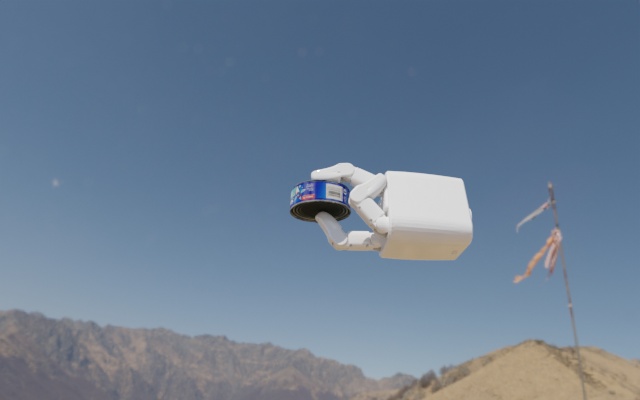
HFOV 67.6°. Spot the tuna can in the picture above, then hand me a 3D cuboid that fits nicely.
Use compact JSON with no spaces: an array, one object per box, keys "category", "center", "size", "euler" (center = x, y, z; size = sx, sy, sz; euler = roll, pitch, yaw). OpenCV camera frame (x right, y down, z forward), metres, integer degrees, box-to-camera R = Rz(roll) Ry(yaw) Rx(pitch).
[{"category":"tuna can","center":[0.000,0.002,0.674],"size":[0.086,0.033,0.086],"euler":[1,-22,0]}]
